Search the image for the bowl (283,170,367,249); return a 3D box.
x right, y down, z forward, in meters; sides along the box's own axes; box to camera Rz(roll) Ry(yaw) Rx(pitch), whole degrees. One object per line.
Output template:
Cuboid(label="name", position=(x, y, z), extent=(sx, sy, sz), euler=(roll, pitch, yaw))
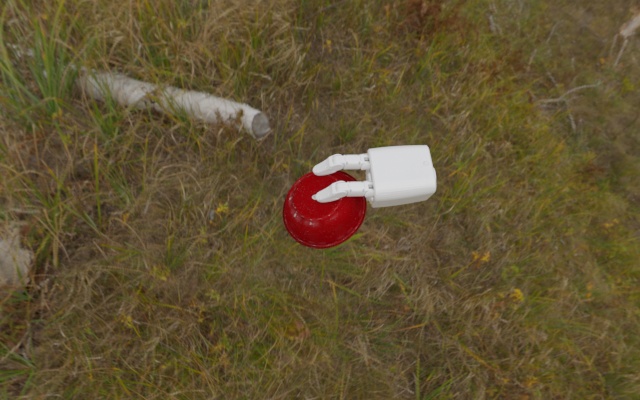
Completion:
Cuboid(label="bowl", position=(-0.001, 0.003, 0.864), extent=(0.162, 0.162, 0.055), euler=(0, -25, 16))
